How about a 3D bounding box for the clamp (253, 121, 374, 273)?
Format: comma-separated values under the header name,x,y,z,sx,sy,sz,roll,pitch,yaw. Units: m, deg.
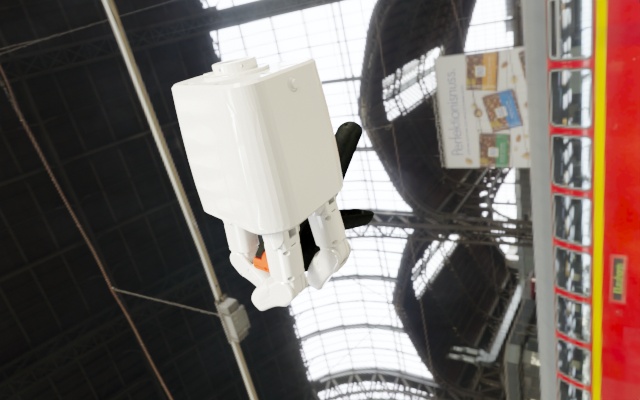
name,x,y,z,sx,sy,sz,roll,pitch,yaw
clamp,-0.001,0.002,0.447,0.039,0.120,0.171,5,28,34
